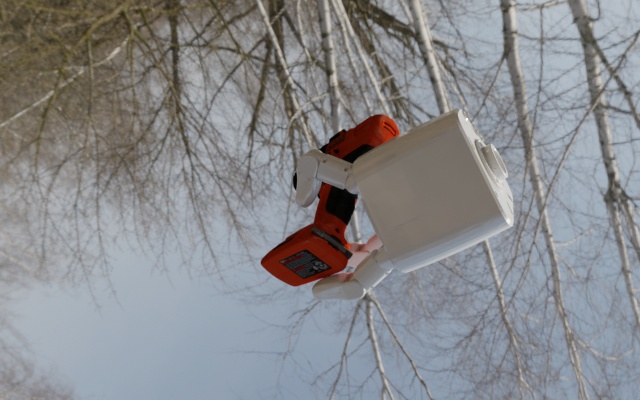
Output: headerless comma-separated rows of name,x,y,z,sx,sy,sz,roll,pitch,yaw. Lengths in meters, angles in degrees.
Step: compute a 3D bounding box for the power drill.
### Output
power drill,0.000,0.002,0.544,0.057,0.187,0.184,35,-36,-18
